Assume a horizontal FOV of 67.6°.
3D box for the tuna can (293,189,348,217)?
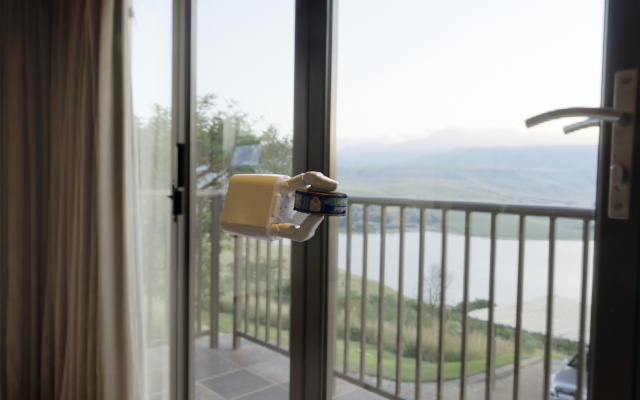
[{"bbox_3d":[0.000,0.002,0.760,0.086,0.034,0.086,6,5,-1],"label":"tuna can"}]
